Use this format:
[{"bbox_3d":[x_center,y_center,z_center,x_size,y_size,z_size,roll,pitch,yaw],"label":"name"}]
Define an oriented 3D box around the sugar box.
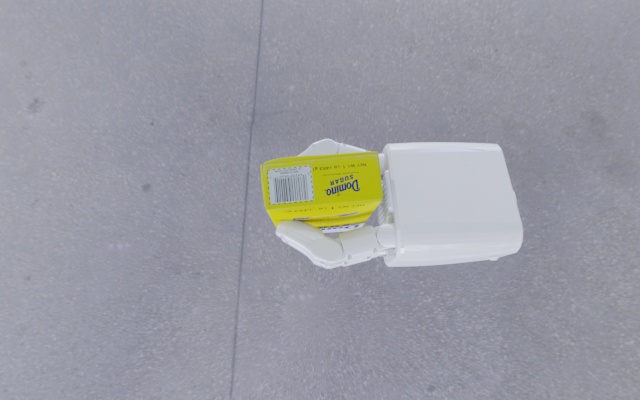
[{"bbox_3d":[0.000,0.002,0.448,0.093,0.048,0.176,-4,-13,-1],"label":"sugar box"}]
